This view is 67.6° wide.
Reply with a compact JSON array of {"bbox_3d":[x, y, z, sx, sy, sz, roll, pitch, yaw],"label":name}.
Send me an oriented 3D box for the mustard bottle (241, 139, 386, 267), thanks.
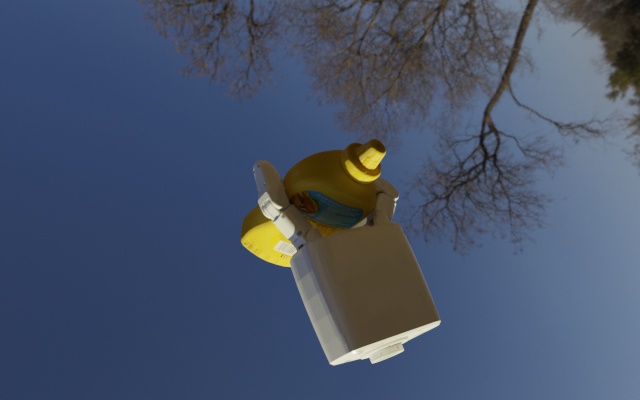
[{"bbox_3d":[0.000,0.001,0.495,0.096,0.058,0.192,23,-44,-25],"label":"mustard bottle"}]
